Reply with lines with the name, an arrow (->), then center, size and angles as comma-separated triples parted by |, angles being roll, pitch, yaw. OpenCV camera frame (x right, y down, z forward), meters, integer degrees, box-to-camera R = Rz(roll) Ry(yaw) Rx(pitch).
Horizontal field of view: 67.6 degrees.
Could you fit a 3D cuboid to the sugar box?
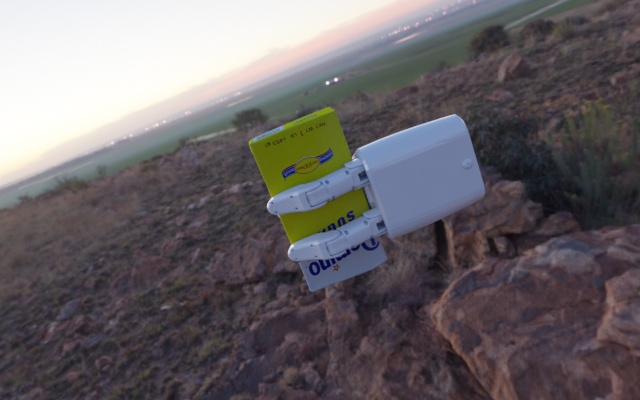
sugar box -> 0.000, 0.002, 0.504 | 0.093, 0.176, 0.048 | -22, 16, 0
